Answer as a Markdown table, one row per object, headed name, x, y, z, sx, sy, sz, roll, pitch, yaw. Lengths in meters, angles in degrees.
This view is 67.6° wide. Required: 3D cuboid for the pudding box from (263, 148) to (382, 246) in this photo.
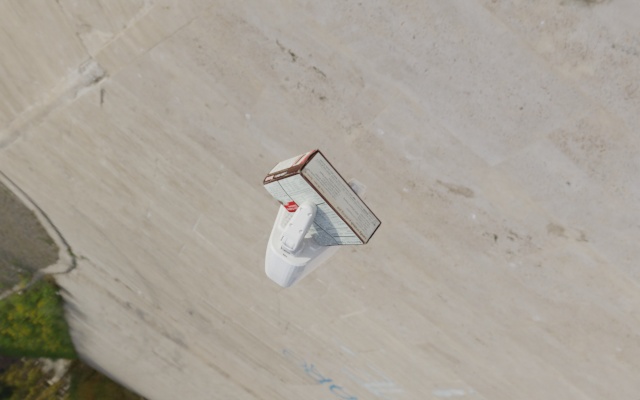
| name | x | y | z | sx | sy | sz | roll | pitch | yaw |
| --- | --- | --- | --- | --- | --- | --- | --- | --- | --- |
| pudding box | 0.000 | 0.002 | 0.529 | 0.113 | 0.039 | 0.090 | 46 | -28 | -19 |
